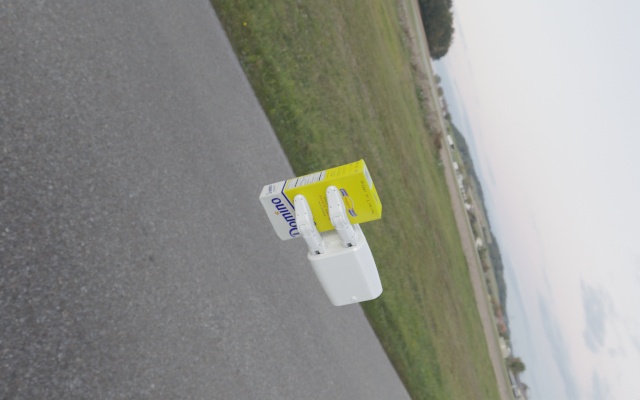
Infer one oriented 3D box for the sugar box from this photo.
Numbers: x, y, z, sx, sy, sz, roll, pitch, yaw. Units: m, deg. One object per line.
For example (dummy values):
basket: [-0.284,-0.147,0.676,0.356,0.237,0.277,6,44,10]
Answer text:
sugar box: [0.000,0.003,0.767,0.176,0.093,0.048,-16,29,16]
